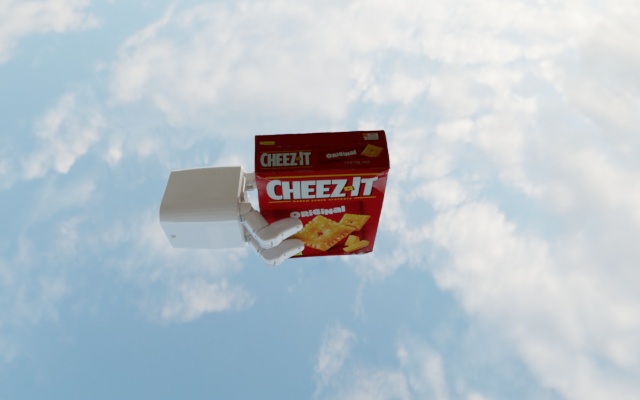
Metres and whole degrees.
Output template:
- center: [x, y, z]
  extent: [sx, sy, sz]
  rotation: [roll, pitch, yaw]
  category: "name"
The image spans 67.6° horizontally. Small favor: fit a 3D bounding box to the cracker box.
- center: [0.000, 0.002, 0.658]
  extent: [0.164, 0.072, 0.214]
  rotation: [-3, -34, -3]
  category: "cracker box"
